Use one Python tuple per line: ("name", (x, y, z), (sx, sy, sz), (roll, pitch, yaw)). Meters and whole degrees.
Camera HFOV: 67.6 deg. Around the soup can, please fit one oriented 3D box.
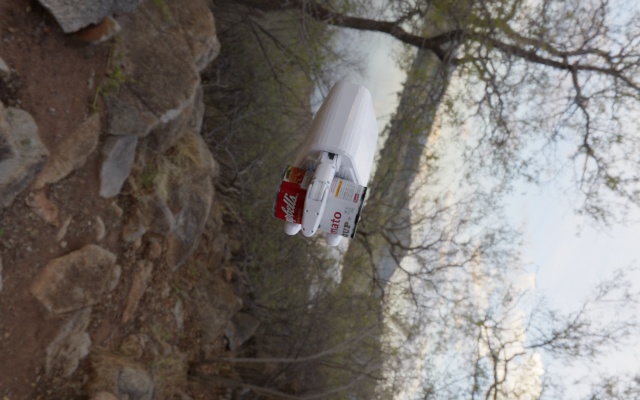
("soup can", (0.000, 0.002, 0.584), (0.102, 0.068, 0.068), (16, 1, 5))
